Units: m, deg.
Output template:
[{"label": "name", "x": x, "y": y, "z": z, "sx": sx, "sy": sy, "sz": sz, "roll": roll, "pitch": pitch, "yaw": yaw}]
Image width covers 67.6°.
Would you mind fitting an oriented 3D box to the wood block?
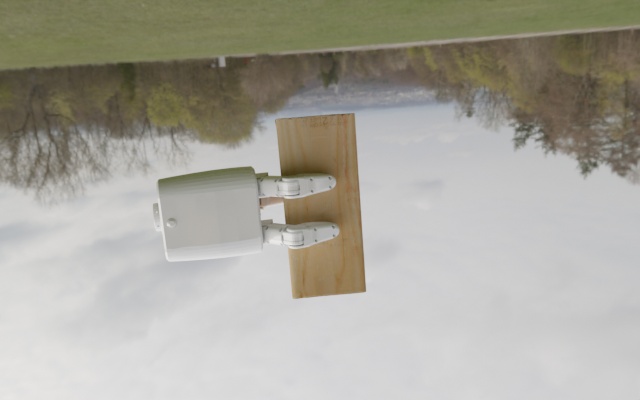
[{"label": "wood block", "x": 0.000, "y": 0.002, "z": 0.579, "sx": 0.090, "sy": 0.206, "sz": 0.091, "roll": -5, "pitch": 10, "yaw": -4}]
